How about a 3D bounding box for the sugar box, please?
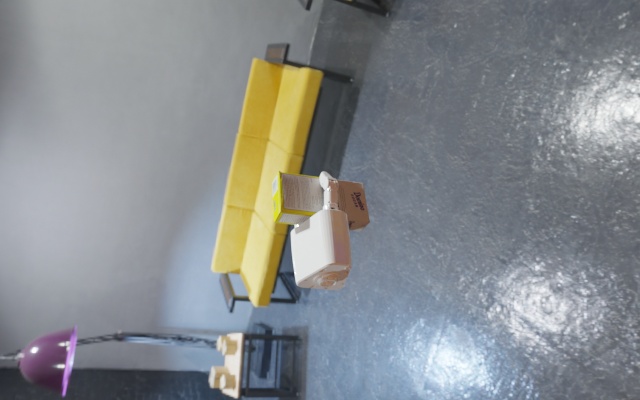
[{"bbox_3d":[0.000,0.003,0.896,0.176,0.093,0.048,9,-36,-22],"label":"sugar box"}]
